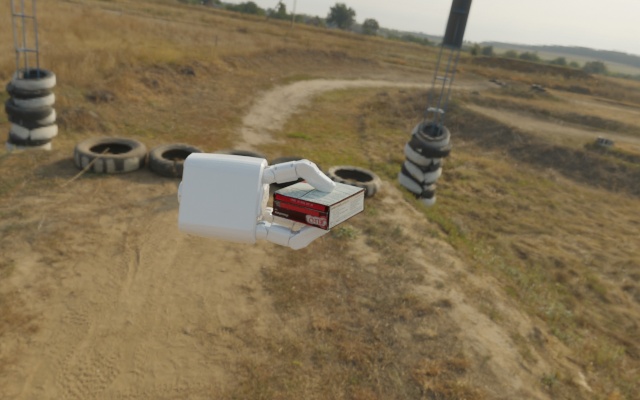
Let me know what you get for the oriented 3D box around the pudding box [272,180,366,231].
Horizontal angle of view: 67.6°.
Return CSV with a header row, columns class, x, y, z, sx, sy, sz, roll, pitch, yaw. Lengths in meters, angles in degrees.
class,x,y,z,sx,sy,sz,roll,pitch,yaw
pudding box,0.000,0.002,0.667,0.090,0.039,0.113,15,22,28
